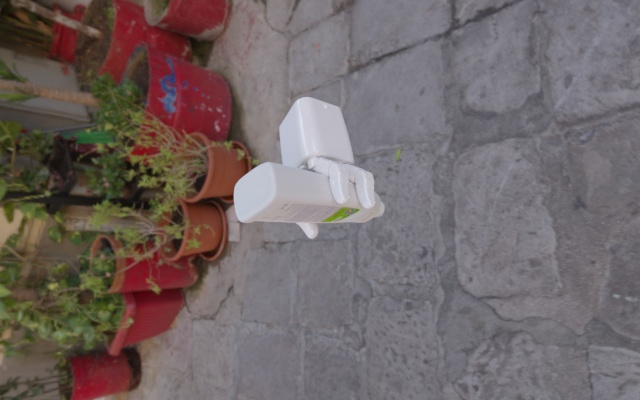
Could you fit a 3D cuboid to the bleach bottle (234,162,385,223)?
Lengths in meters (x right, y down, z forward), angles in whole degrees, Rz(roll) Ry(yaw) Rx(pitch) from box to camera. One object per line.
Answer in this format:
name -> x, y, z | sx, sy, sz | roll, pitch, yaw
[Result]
bleach bottle -> 0.000, 0.002, 0.735 | 0.251, 0.068, 0.102 | 9, -28, -41
